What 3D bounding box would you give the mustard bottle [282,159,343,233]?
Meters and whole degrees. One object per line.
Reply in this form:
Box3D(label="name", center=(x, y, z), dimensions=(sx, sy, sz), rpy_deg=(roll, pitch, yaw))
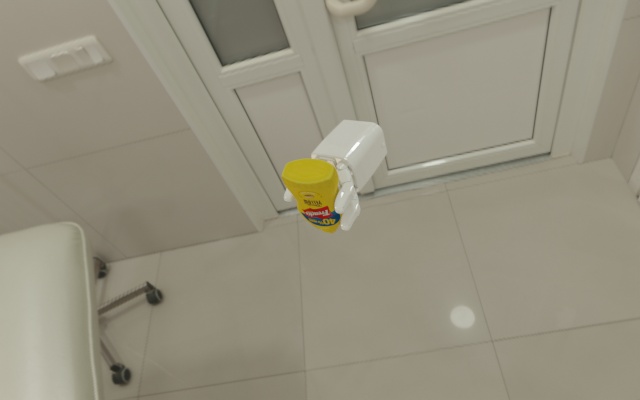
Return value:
Box3D(label="mustard bottle", center=(0.000, 0.003, 0.891), dimensions=(0.096, 0.058, 0.192), rpy_deg=(3, -34, 20))
